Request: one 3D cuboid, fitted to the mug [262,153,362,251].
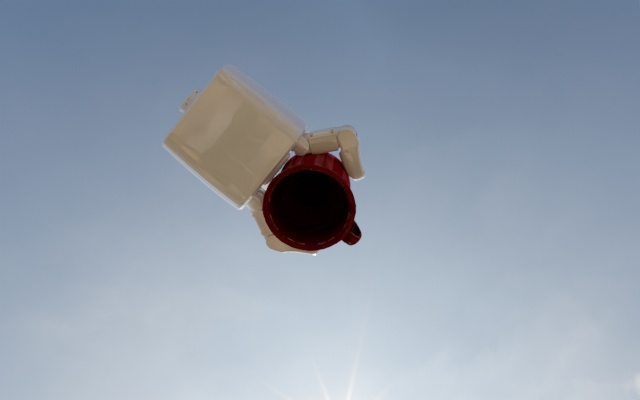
[{"bbox_3d":[0.001,0.002,0.511,0.117,0.093,0.081,40,19,-11],"label":"mug"}]
